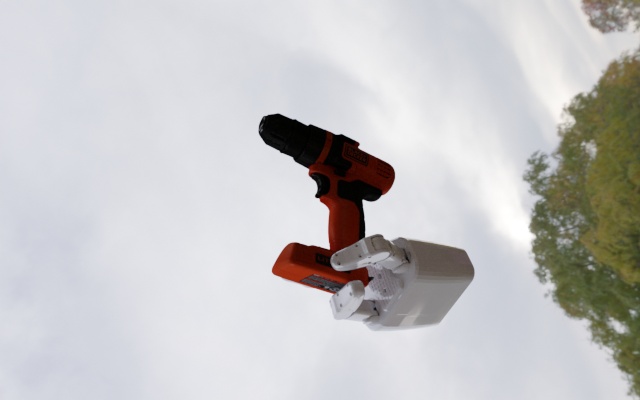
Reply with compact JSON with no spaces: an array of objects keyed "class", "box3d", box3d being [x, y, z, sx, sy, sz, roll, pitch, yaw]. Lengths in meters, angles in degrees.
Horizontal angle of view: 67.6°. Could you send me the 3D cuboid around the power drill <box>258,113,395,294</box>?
[{"class":"power drill","box3d":[0.000,0.002,0.547,0.184,0.187,0.057,22,-30,-20]}]
